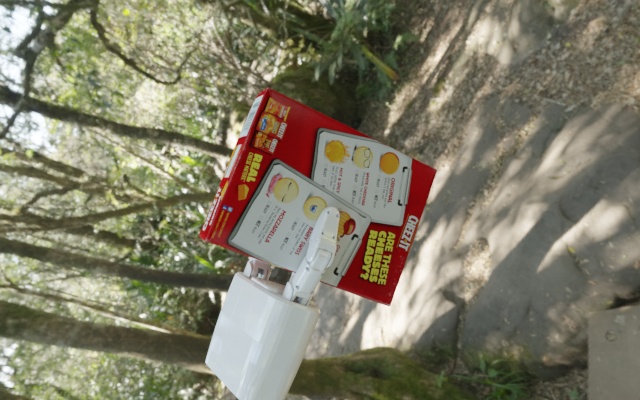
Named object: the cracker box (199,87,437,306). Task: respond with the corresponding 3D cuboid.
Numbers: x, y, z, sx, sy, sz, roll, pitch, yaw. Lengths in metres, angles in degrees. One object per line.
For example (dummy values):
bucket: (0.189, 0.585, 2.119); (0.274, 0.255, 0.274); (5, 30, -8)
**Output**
cracker box: (0.000, 0.002, 0.520); (0.214, 0.164, 0.072); (23, -6, -20)
